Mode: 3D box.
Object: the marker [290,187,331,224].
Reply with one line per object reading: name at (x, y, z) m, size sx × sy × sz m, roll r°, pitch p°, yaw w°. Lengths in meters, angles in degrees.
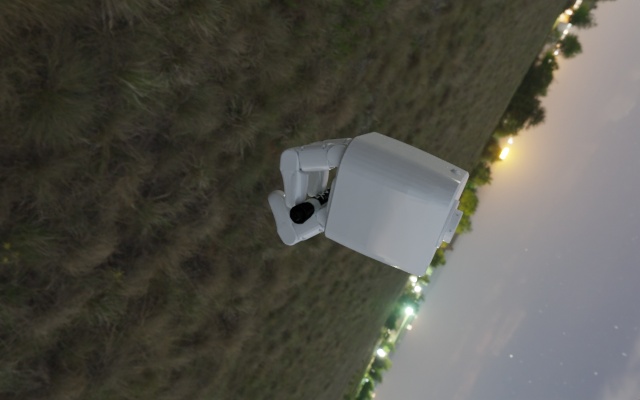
marker at (0.000, 0.002, 0.504) m, size 0.020 × 0.020 × 0.121 m, roll 0°, pitch 13°, yaw 24°
